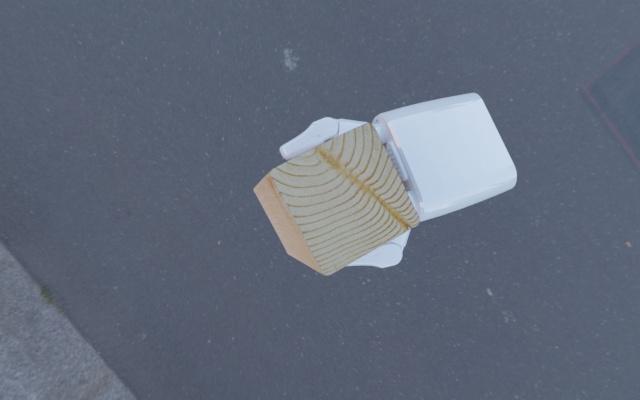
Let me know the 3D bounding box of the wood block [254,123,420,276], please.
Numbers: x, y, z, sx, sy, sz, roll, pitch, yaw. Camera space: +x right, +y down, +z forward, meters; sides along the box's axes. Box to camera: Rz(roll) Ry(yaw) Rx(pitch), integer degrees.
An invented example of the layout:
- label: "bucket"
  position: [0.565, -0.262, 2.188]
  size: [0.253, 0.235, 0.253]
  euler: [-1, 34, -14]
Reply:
- label: "wood block"
  position: [0.000, 0.001, 0.457]
  size: [0.090, 0.091, 0.206]
  euler: [-28, 3, -11]
